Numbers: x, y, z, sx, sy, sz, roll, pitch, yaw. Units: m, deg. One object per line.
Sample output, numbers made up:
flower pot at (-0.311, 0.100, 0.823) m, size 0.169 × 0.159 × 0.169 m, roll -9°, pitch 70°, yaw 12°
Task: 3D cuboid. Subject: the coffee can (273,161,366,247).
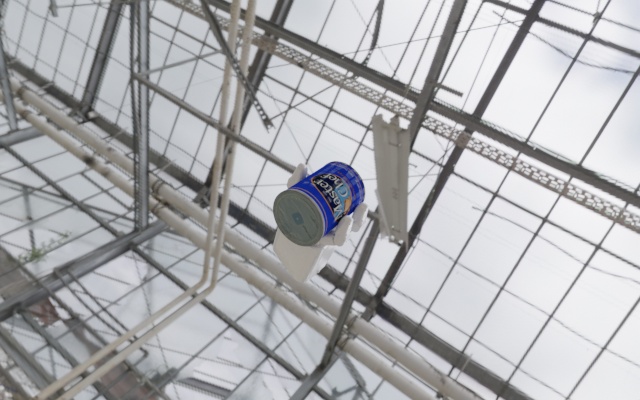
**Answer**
coffee can at (0.000, 0.003, 0.832) m, size 0.103 × 0.103 × 0.140 m, roll 0°, pitch 24°, yaw 37°
